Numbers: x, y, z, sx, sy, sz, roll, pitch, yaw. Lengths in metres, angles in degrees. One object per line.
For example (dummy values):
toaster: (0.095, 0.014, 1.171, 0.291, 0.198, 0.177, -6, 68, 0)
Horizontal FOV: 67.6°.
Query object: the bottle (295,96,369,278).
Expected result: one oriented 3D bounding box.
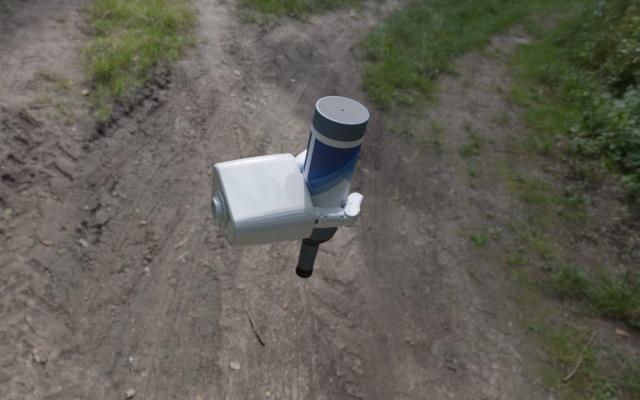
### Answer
bottle: (0.000, 0.002, 0.666, 0.069, 0.296, 0.069, 8, 39, -7)
